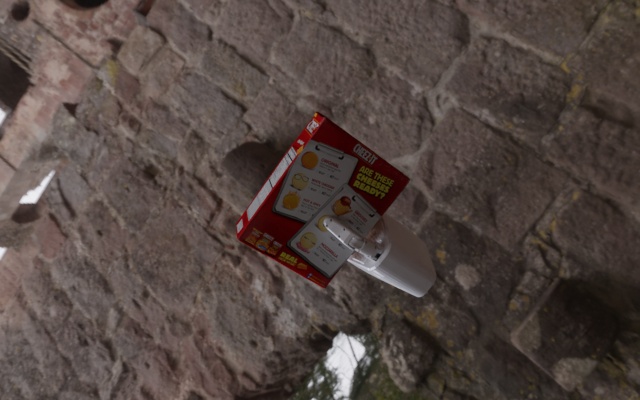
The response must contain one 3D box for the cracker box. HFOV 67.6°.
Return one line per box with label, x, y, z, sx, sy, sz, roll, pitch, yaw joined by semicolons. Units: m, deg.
cracker box;0.000;0.003;0.713;0.164;0.214;0.072;33;9;-22
